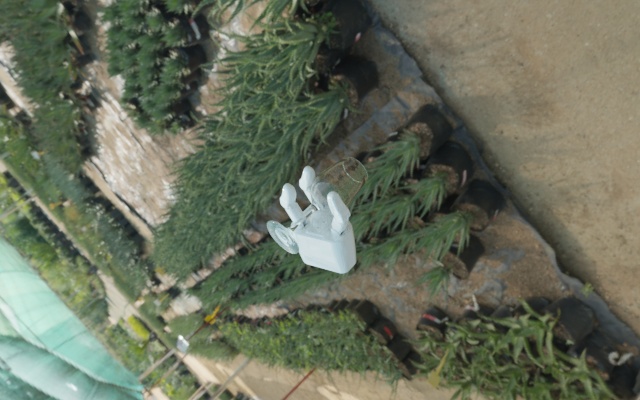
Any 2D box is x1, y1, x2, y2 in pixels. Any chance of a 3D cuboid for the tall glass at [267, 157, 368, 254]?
[{"bbox_3d":[0.000,0.003,0.857,0.201,0.079,0.079,-43,23,-27],"label":"tall glass"}]
